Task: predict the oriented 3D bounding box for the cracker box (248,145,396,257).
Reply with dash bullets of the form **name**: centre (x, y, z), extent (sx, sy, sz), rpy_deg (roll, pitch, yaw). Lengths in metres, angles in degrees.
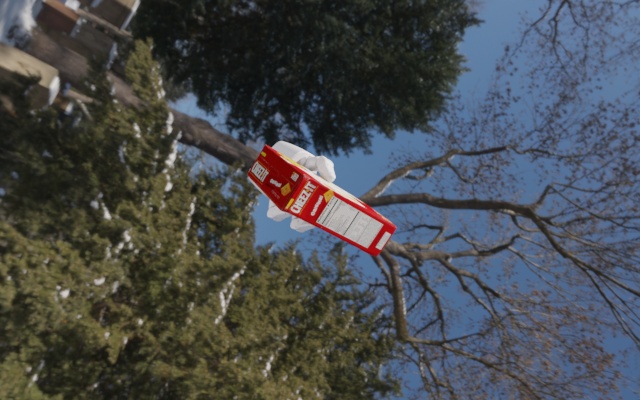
- **cracker box**: centre (0.000, 0.003, 0.810), extent (0.214, 0.072, 0.164), rpy_deg (28, 6, -34)
